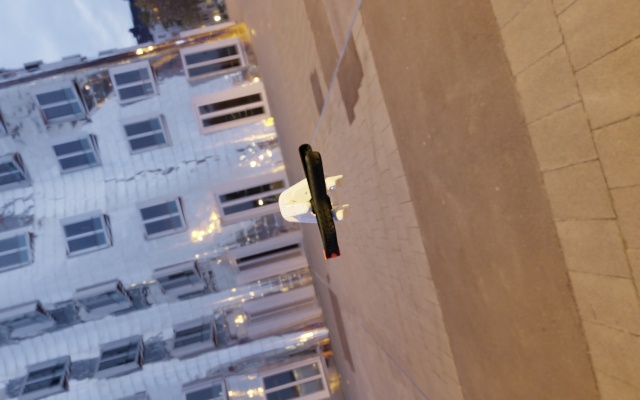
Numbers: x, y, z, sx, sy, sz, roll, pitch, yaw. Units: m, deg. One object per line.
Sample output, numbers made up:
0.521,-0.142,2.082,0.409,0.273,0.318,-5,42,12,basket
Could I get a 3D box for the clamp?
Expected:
-0.001,0.003,0.821,0.036,0.210,0.164,-14,6,-3,clamp
